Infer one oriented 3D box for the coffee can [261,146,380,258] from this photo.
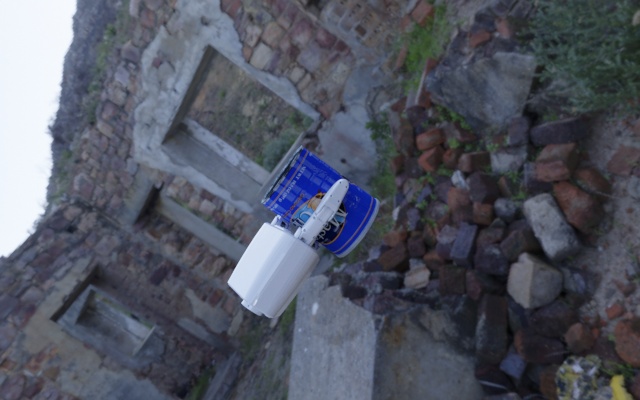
[{"bbox_3d":[0.000,0.002,0.694,0.140,0.103,0.103,35,-7,-9],"label":"coffee can"}]
